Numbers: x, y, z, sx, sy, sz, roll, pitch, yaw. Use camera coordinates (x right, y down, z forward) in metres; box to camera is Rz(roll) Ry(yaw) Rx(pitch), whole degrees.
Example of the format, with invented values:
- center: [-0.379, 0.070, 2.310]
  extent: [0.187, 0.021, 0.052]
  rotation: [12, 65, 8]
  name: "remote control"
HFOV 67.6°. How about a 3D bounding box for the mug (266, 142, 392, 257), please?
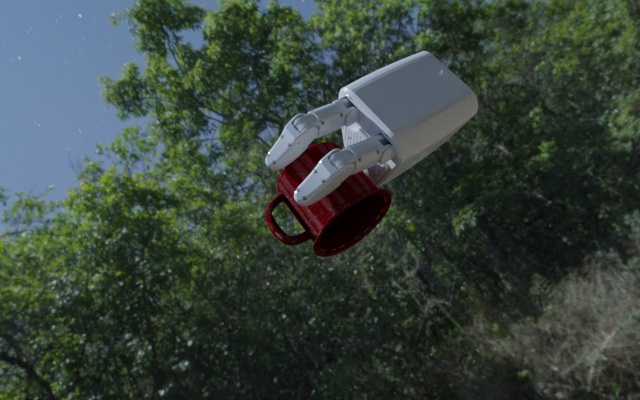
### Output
- center: [-0.001, 0.002, 0.475]
  extent: [0.117, 0.081, 0.093]
  rotation: [-29, -27, -18]
  name: "mug"
